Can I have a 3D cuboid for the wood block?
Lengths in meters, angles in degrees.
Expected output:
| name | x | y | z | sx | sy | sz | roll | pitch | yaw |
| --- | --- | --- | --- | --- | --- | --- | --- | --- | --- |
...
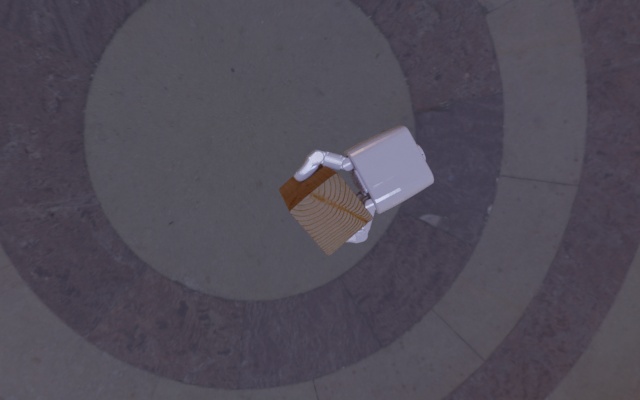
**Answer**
| name | x | y | z | sx | sy | sz | roll | pitch | yaw |
| --- | --- | --- | --- | --- | --- | --- | --- | --- | --- |
| wood block | 0.000 | 0.002 | 0.779 | 0.090 | 0.091 | 0.206 | -40 | 13 | -1 |
